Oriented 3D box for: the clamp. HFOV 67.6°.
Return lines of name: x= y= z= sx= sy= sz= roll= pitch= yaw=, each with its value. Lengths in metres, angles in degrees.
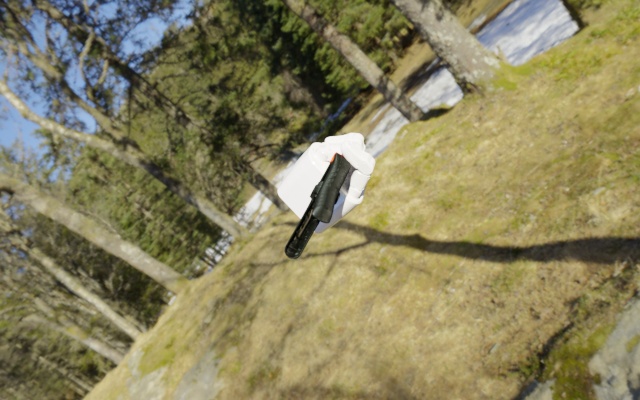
clamp: x=0.000 y=0.002 z=0.665 sx=0.039 sy=0.171 sz=0.120 roll=36 pitch=-49 yaw=-8
